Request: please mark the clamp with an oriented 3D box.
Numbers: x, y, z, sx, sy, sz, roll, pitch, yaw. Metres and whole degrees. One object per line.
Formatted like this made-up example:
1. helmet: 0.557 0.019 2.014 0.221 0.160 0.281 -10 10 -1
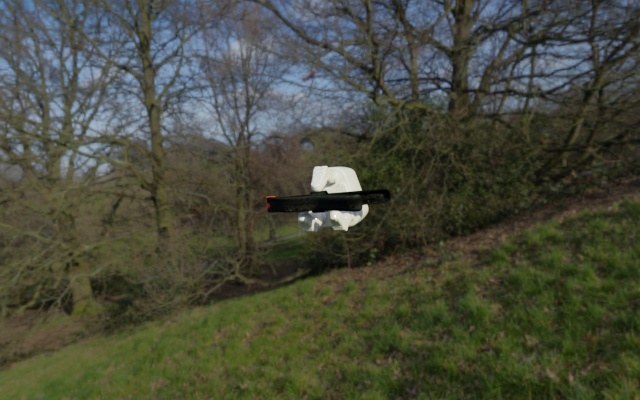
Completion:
1. clamp: 0.000 0.002 0.784 0.210 0.036 0.164 -3 2 17
